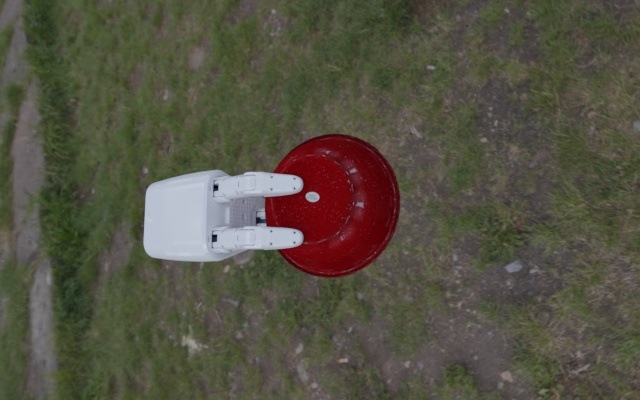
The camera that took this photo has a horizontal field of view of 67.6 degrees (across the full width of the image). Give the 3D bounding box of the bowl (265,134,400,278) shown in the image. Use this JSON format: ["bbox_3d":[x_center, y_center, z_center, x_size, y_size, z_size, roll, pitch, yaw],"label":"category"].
[{"bbox_3d":[0.001,0.001,0.508,0.162,0.162,0.055,0,-7,22],"label":"bowl"}]
